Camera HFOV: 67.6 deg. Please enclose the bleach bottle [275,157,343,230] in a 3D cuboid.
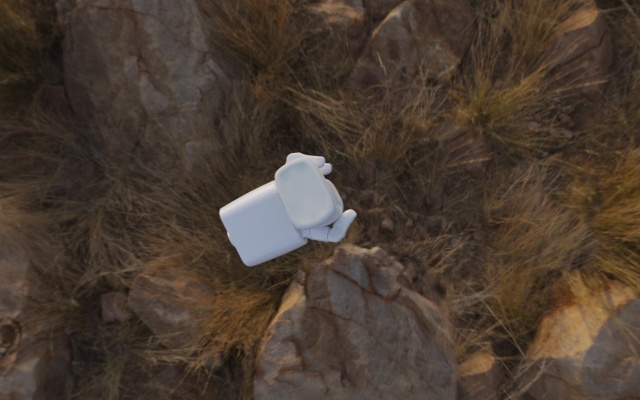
[{"bbox_3d":[0.000,0.002,0.774,0.068,0.102,0.251,-26,-11,7],"label":"bleach bottle"}]
